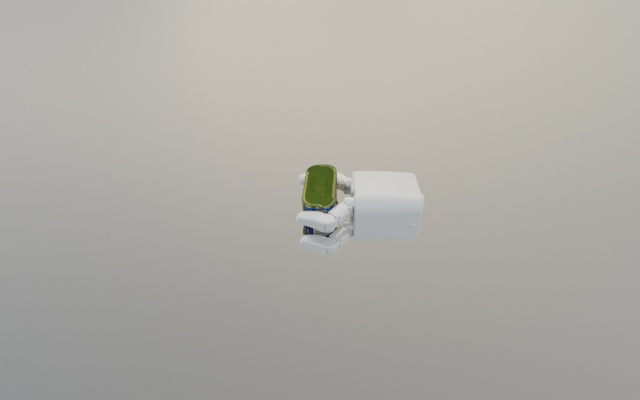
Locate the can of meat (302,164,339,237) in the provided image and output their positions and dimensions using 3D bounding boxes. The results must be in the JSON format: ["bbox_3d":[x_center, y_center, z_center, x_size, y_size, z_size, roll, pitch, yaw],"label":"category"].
[{"bbox_3d":[0.000,0.002,0.786,0.057,0.102,0.084,2,-43,4],"label":"can of meat"}]
